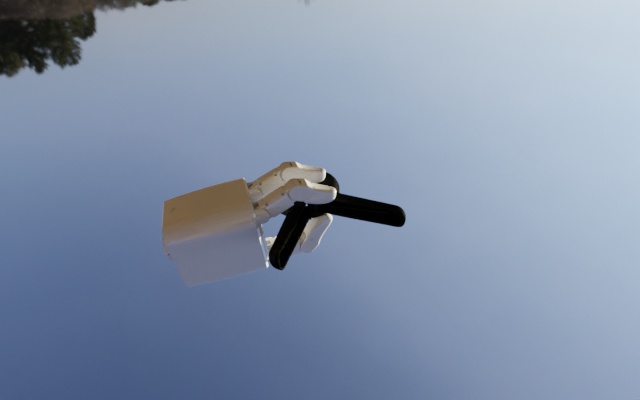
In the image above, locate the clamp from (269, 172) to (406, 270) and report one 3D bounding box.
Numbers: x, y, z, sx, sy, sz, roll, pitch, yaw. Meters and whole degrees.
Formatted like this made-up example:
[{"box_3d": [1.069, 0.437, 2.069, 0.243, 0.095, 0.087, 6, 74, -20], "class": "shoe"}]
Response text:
[{"box_3d": [0.000, 0.002, 0.607, 0.164, 0.036, 0.210, -14, 31, -9], "class": "clamp"}]
